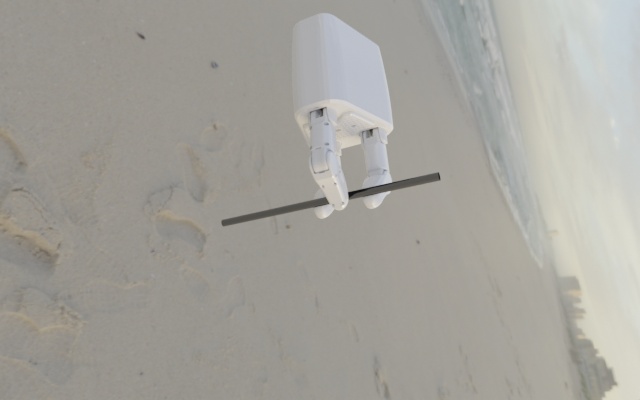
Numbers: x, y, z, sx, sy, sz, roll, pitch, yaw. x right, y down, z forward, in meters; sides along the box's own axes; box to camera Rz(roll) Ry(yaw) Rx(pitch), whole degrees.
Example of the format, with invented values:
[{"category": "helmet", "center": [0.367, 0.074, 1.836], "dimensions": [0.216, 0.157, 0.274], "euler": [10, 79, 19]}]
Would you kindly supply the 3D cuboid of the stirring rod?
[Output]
[{"category": "stirring rod", "center": [0.000, 0.002, 0.481], "dimensions": [0.239, 0.011, 0.011], "euler": [-12, -5, 24]}]
